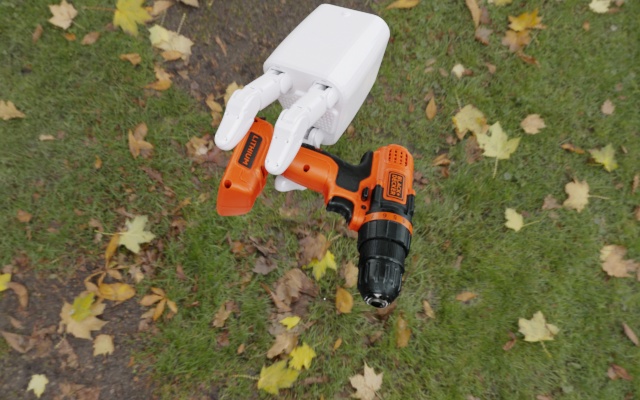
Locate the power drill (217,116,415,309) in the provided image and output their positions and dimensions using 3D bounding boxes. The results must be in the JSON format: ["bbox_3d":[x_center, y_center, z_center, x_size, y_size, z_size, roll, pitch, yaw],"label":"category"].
[{"bbox_3d":[0.000,0.001,0.466,0.187,0.184,0.057,17,-40,-5],"label":"power drill"}]
